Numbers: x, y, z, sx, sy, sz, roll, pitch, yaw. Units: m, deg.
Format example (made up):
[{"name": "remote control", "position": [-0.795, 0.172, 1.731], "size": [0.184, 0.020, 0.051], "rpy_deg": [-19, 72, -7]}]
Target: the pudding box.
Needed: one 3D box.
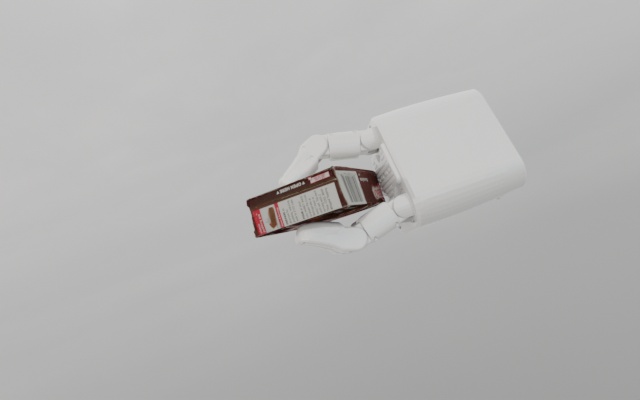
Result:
[{"name": "pudding box", "position": [0.000, 0.001, 0.439], "size": [0.090, 0.039, 0.113], "rpy_deg": [-21, -9, 22]}]
